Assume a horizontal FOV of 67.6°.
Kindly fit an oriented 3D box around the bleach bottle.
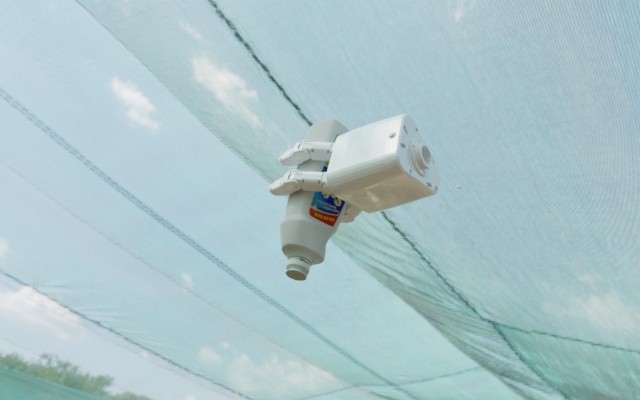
[{"bbox_3d":[0.000,0.002,0.689,0.068,0.250,0.103,-16,-45,36],"label":"bleach bottle"}]
